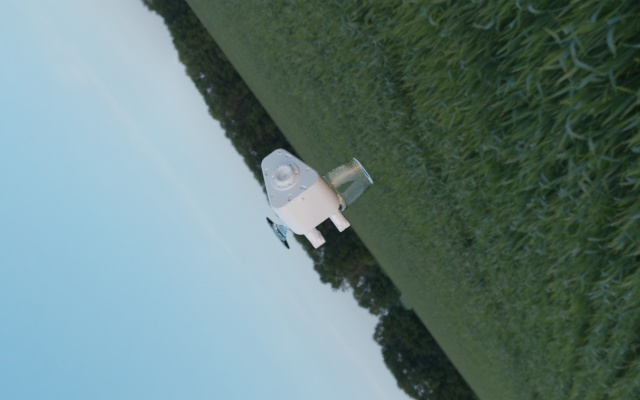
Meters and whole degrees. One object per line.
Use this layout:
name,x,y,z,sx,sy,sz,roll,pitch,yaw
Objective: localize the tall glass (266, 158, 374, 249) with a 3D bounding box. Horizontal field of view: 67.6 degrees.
tall glass,0.000,0.003,0.890,0.201,0.079,0.079,-36,-1,1
